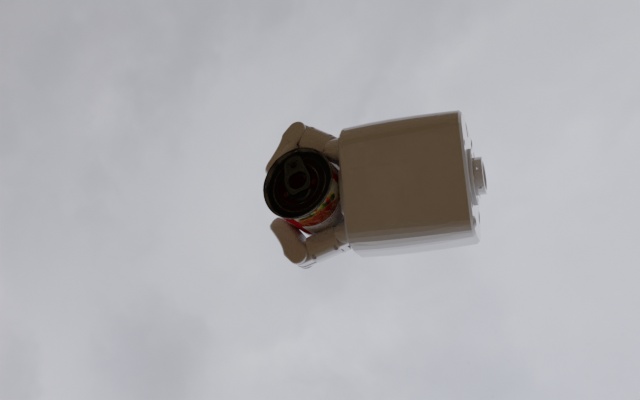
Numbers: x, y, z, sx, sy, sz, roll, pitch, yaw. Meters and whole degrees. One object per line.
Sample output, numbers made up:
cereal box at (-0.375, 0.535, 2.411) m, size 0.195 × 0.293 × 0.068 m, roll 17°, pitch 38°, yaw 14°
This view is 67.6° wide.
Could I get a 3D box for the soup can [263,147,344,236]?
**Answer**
soup can at (0.000, 0.002, 0.459) m, size 0.068 × 0.068 × 0.102 m, roll 0°, pitch -21°, yaw 27°
